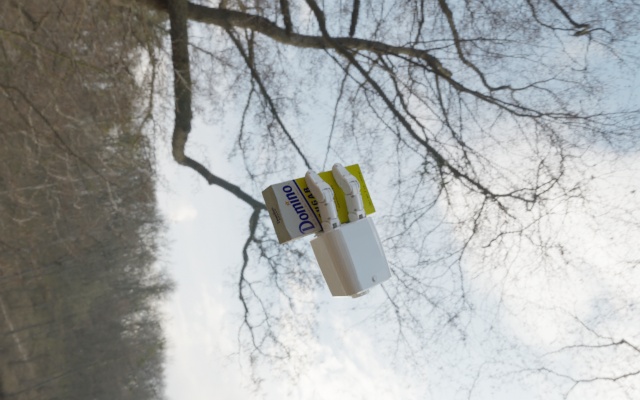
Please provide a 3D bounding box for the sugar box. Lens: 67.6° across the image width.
[{"bbox_3d":[0.001,0.003,0.784,0.176,0.093,0.048,-17,-7,-35],"label":"sugar box"}]
